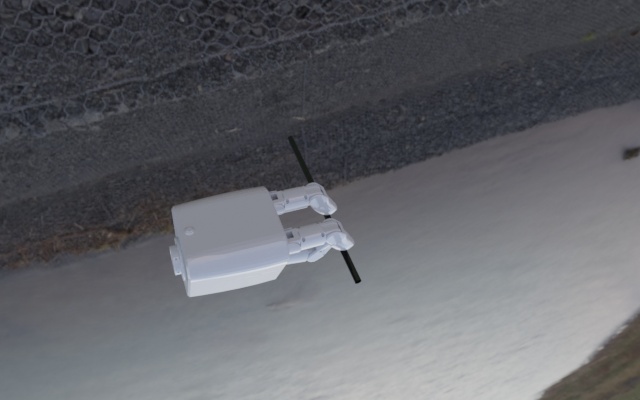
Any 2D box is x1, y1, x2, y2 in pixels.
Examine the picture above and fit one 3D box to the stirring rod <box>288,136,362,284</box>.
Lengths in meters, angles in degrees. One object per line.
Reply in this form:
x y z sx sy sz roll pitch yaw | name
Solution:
0.000 0.002 0.610 0.011 0.239 0.011 -17 -34 -12 | stirring rod
